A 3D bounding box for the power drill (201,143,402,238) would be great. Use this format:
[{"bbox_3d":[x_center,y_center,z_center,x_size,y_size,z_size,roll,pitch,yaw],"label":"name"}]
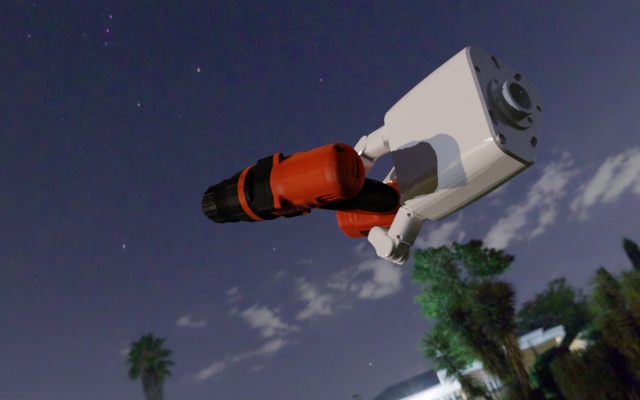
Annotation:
[{"bbox_3d":[0.001,0.002,0.480,0.184,0.057,0.188,-11,-14,39],"label":"power drill"}]
